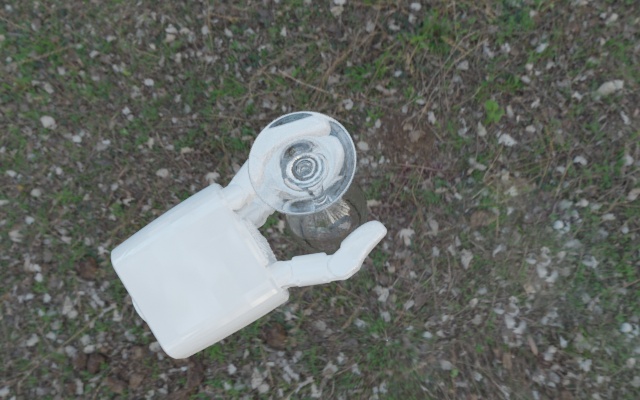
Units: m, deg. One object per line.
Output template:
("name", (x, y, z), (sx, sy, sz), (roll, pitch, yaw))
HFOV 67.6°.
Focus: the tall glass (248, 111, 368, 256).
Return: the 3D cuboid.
("tall glass", (0.000, 0.001, 0.413), (0.079, 0.079, 0.201), (0, -16, 8))
